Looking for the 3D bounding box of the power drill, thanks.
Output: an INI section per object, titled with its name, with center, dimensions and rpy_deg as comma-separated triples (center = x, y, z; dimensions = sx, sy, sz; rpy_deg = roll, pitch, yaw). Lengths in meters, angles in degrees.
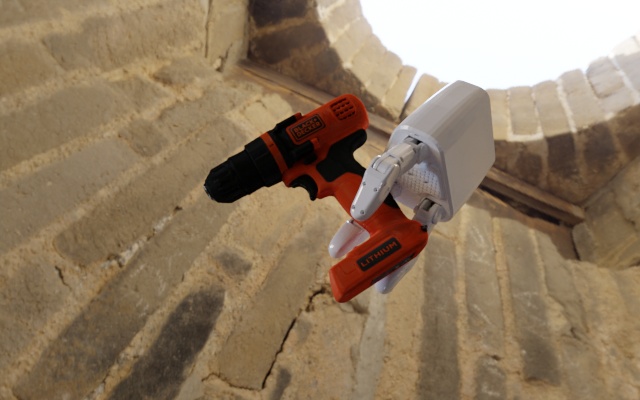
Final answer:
[power drill]
center = 0.001, 0.002, 0.469
dimensions = 0.184, 0.187, 0.057
rpy_deg = -31, -17, -6
